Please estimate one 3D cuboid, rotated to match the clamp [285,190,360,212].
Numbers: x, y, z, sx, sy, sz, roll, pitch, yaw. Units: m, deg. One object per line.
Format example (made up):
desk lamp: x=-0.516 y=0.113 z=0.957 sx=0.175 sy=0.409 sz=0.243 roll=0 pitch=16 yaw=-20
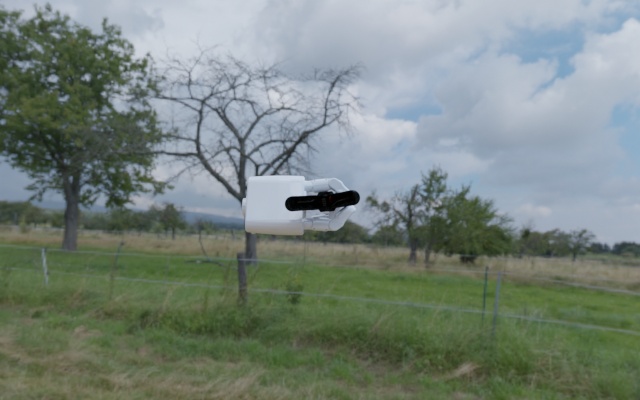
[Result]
clamp: x=0.000 y=0.002 z=0.830 sx=0.120 sy=0.039 sz=0.171 roll=0 pitch=-4 yaw=-2
